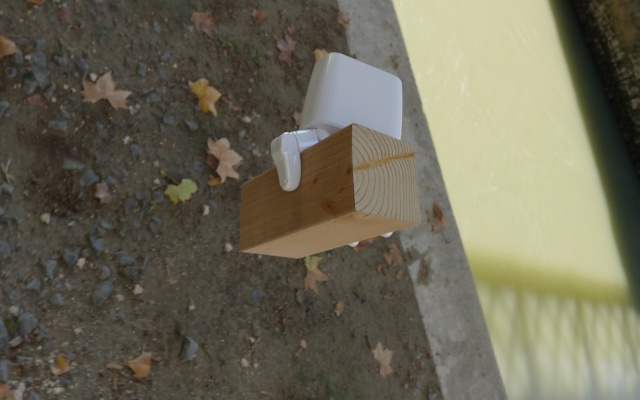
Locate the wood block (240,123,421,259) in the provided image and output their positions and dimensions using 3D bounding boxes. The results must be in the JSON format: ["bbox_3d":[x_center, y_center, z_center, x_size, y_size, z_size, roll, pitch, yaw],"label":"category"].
[{"bbox_3d":[0.000,0.001,0.536,0.091,0.090,0.206,13,-23,-36],"label":"wood block"}]
